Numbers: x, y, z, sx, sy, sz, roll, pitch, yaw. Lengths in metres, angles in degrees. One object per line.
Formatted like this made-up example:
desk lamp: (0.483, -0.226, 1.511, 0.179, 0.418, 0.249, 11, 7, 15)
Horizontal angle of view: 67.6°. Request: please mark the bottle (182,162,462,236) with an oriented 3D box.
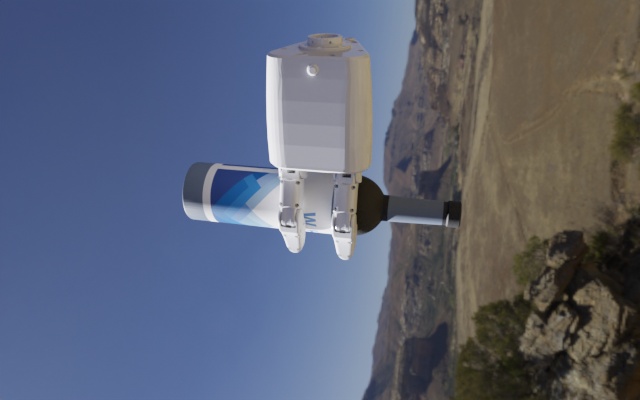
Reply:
bottle: (0.000, 0.002, 0.520, 0.295, 0.069, 0.069, 5, 1, 12)
